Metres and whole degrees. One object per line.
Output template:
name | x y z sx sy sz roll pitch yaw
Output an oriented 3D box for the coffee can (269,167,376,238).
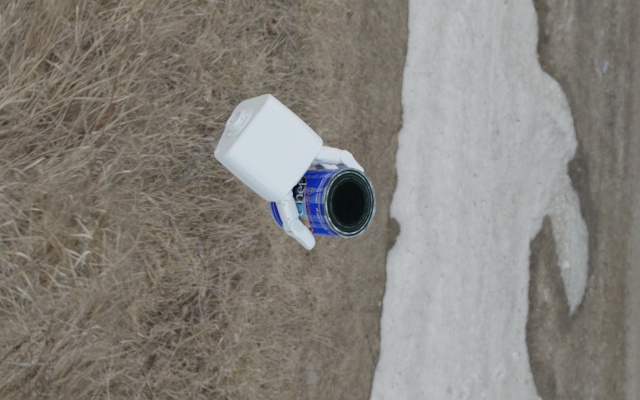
coffee can | 0.000 0.003 0.738 0.103 0.103 0.140 0 1 -39
